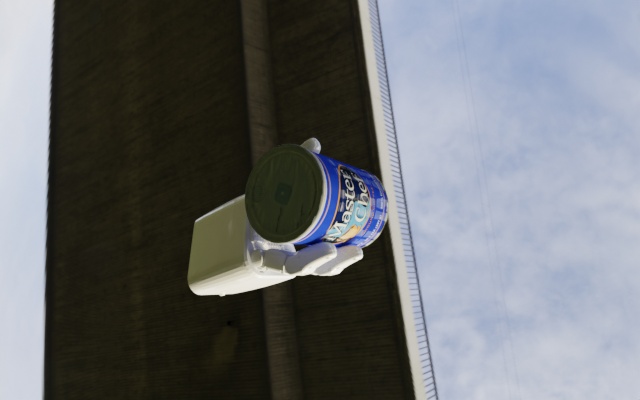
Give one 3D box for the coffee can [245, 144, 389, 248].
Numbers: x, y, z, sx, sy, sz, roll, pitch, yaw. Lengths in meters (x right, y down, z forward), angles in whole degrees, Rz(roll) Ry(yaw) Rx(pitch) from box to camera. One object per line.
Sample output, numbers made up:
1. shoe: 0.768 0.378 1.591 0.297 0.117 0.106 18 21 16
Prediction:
1. coffee can: 0.000 0.002 0.538 0.103 0.103 0.140 0 -8 35
